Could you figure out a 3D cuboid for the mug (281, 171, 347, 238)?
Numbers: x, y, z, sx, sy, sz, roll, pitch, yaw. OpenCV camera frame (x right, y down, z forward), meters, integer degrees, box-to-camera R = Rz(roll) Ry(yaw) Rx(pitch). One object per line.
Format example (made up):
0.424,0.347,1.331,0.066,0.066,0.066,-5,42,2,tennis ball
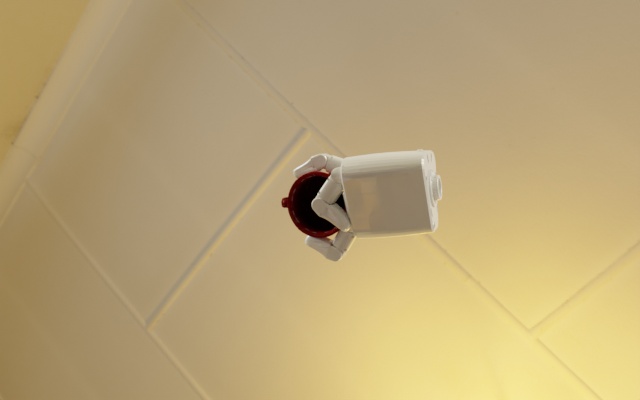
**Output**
-0.001,0.002,0.700,0.117,0.093,0.081,-3,5,24,mug
